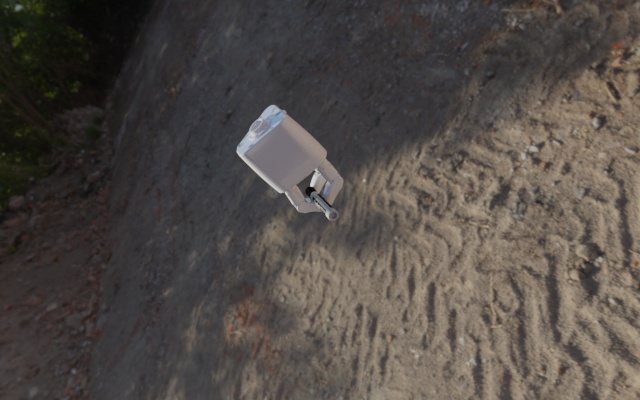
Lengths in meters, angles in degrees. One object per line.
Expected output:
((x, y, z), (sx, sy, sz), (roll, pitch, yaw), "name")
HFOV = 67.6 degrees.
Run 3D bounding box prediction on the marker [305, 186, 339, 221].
((0.000, 0.003, 0.848), (0.020, 0.020, 0.121), (0, 23, -23), "marker")
